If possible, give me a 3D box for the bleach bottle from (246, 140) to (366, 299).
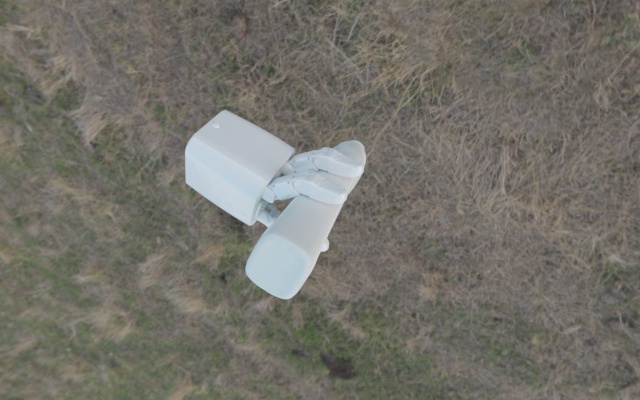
[{"bbox_3d":[0.000,0.002,0.610,0.068,0.103,0.250,32,44,1],"label":"bleach bottle"}]
